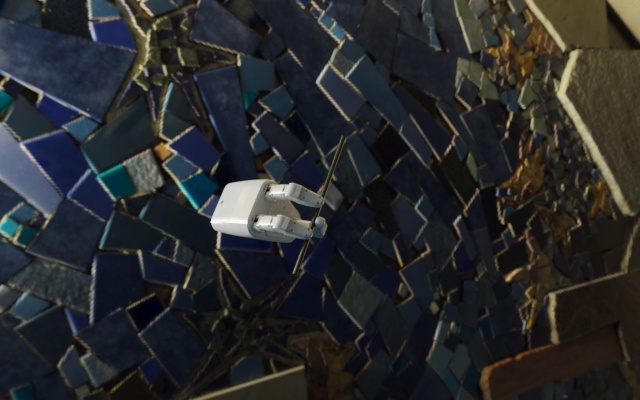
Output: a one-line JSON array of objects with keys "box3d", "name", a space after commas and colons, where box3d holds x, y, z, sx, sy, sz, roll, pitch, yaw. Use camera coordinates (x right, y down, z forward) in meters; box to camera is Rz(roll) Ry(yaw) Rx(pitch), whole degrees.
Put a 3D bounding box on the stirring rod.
[{"box3d": [0.000, 0.002, 0.746, 0.011, 0.239, 0.011, 17, -19, 6], "name": "stirring rod"}]
